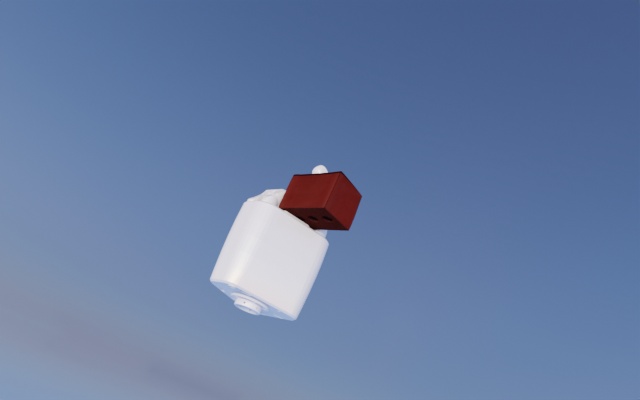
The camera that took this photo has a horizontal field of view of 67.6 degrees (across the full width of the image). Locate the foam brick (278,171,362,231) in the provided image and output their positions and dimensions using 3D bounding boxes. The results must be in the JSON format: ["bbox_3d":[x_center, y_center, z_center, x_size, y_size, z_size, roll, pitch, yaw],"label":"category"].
[{"bbox_3d":[0.000,0.002,0.573,0.078,0.051,0.053,-2,-35,41],"label":"foam brick"}]
